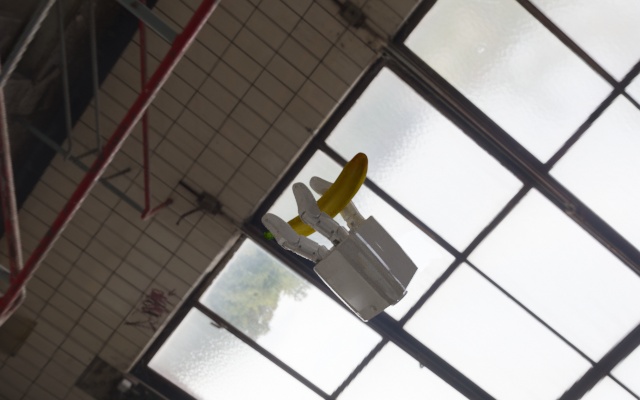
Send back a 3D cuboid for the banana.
[{"bbox_3d":[0.007,0.004,0.681,0.198,0.037,0.069,-42,-20,24],"label":"banana"}]
